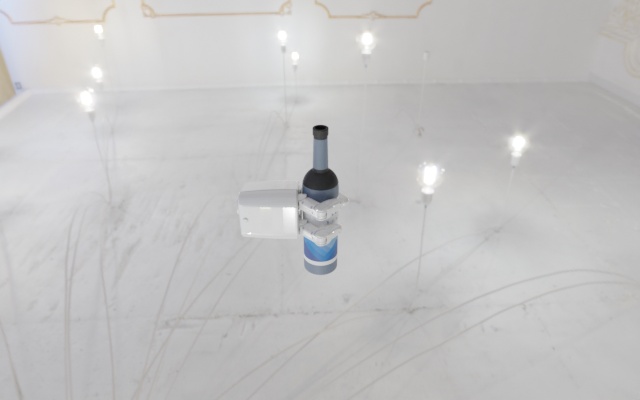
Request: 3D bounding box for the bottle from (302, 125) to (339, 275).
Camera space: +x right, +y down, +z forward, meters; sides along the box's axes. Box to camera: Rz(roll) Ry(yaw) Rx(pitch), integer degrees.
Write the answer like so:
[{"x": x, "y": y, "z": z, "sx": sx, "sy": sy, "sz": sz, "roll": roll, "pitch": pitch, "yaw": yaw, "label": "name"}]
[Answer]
[{"x": 0.000, "y": 0.003, "z": 0.879, "sx": 0.069, "sy": 0.296, "sz": 0.069, "roll": 0, "pitch": 32, "yaw": 0, "label": "bottle"}]
